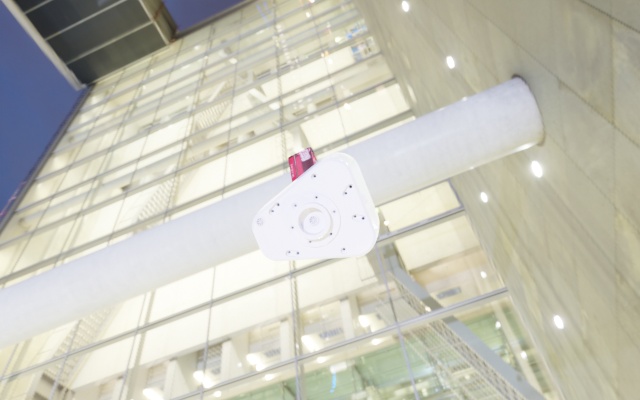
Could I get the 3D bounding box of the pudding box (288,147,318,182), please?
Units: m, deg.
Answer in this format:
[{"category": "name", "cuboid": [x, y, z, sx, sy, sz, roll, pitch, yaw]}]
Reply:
[{"category": "pudding box", "cuboid": [0.000, 0.002, 0.592, 0.039, 0.113, 0.090, -22, 31, 6]}]
